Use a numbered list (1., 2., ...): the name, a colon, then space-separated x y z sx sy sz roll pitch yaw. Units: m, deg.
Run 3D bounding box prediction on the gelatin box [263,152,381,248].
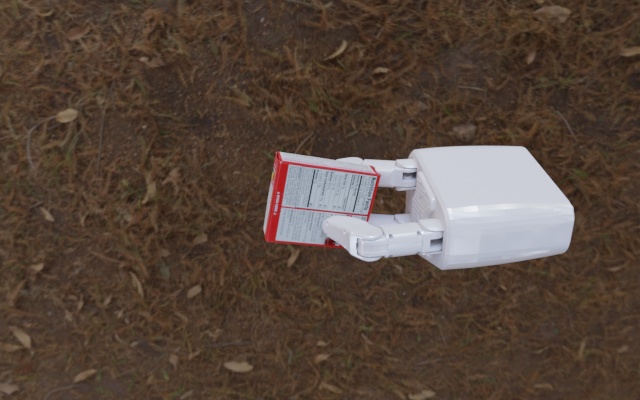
1. gelatin box: 0.000 0.001 0.412 0.089 0.073 0.030 6 22 -15
